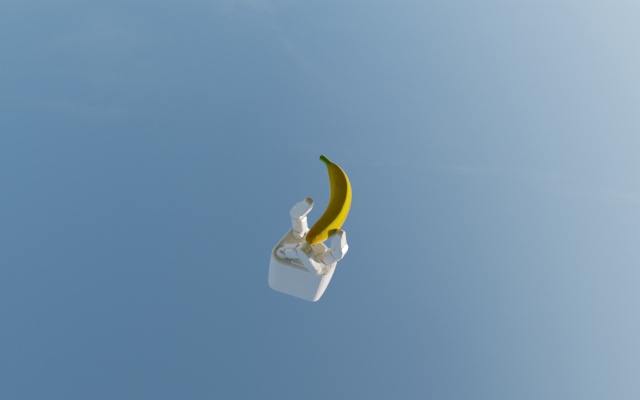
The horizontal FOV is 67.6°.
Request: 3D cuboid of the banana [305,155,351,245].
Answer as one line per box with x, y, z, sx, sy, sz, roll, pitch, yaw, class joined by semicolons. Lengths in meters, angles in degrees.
0.019;0.004;0.831;0.069;0.197;0.037;12;-41;-4;banana
